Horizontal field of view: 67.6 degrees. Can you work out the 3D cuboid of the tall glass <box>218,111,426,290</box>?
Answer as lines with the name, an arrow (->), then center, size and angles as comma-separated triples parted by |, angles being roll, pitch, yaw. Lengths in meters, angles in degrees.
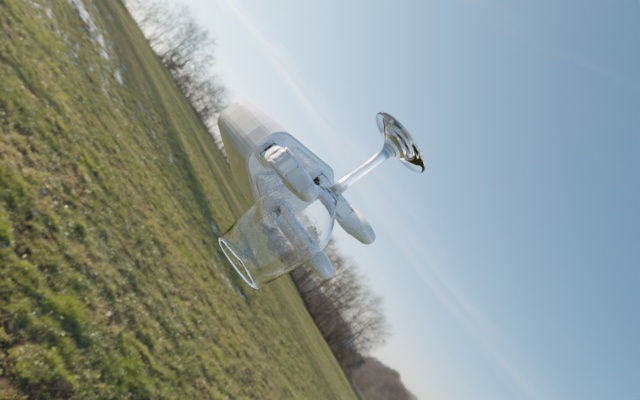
tall glass -> 0.001, 0.001, 0.464 | 0.201, 0.079, 0.079 | -37, 4, -6
